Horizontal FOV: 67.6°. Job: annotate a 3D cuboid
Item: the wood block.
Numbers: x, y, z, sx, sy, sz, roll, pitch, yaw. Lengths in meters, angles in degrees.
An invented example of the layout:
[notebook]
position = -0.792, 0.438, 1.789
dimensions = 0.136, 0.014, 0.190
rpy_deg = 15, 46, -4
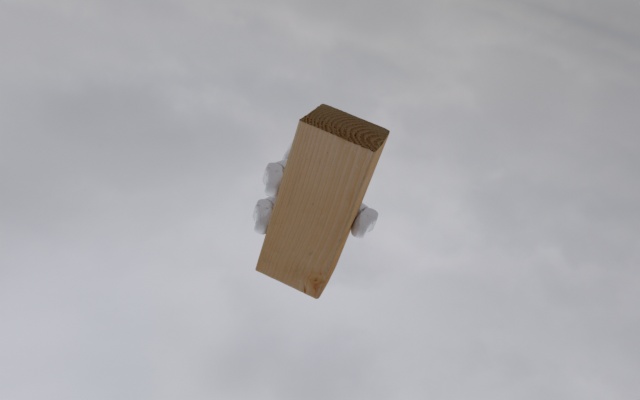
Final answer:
[wood block]
position = 0.000, 0.002, 0.580
dimensions = 0.091, 0.206, 0.090
rpy_deg = 23, 28, 8
